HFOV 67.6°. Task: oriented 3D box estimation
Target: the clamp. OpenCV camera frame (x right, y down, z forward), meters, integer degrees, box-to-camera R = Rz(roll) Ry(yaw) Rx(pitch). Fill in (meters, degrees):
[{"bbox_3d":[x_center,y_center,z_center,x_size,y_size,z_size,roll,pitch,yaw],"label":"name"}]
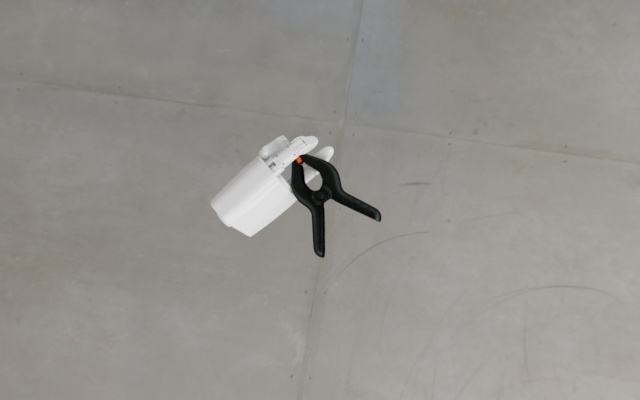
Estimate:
[{"bbox_3d":[0.000,0.002,0.758,0.120,0.171,0.039,-41,-9,1],"label":"clamp"}]
